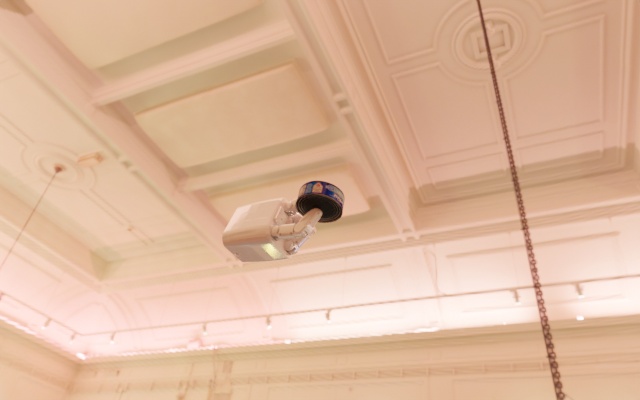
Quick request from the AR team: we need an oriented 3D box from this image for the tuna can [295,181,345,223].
[{"bbox_3d":[0.000,0.002,0.858,0.086,0.033,0.086,8,-36,6],"label":"tuna can"}]
